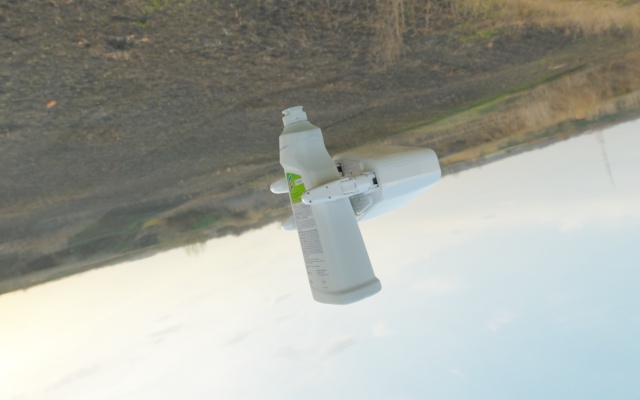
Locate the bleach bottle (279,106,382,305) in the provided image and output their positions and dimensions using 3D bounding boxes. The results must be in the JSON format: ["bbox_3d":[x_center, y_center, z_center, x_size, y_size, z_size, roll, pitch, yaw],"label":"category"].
[{"bbox_3d":[0.000,0.002,0.609,0.068,0.251,0.102,-15,0,-29],"label":"bleach bottle"}]
